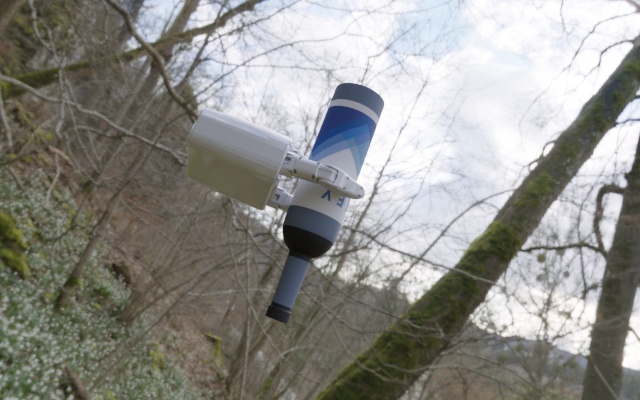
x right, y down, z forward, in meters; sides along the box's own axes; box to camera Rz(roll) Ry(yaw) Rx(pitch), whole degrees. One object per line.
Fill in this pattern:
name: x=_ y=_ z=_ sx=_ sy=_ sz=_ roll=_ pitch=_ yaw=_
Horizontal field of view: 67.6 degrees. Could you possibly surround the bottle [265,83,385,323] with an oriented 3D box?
bottle: x=0.000 y=0.002 z=0.578 sx=0.069 sy=0.295 sz=0.069 roll=20 pitch=-13 yaw=5
